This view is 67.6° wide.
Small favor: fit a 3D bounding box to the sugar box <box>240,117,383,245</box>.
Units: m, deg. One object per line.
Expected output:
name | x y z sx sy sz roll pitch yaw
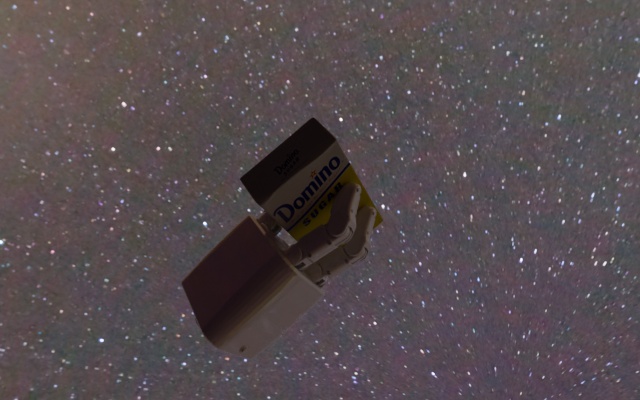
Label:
sugar box | 0.000 0.002 0.500 0.048 0.093 0.176 49 -1 32
